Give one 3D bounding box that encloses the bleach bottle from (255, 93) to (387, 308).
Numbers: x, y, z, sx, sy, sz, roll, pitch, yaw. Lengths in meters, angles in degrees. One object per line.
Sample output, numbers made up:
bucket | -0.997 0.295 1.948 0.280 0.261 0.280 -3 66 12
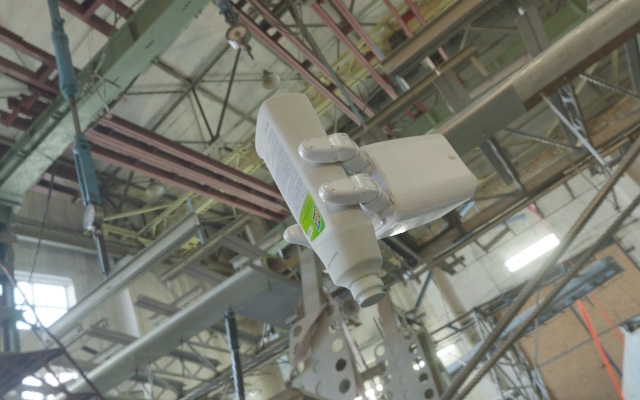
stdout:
bleach bottle | 0.000 0.002 0.516 0.068 0.250 0.103 -14 -32 -20
